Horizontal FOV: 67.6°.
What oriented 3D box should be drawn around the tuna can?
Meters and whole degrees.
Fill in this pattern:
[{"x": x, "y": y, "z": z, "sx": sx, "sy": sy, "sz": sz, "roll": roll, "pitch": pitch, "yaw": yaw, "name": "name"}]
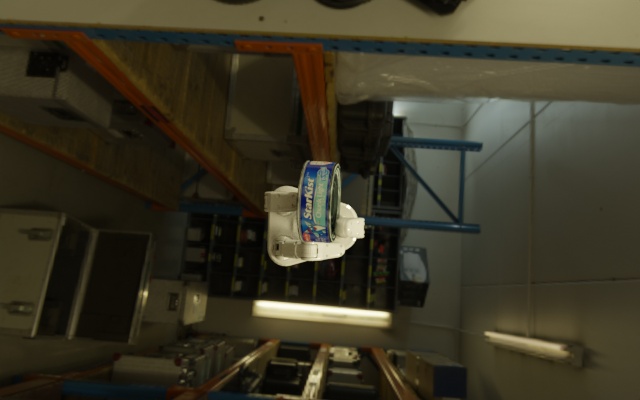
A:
[{"x": 0.001, "y": 0.002, "z": 0.500, "sx": 0.034, "sy": 0.086, "sz": 0.086, "roll": 4, "pitch": 0, "yaw": 9, "name": "tuna can"}]
